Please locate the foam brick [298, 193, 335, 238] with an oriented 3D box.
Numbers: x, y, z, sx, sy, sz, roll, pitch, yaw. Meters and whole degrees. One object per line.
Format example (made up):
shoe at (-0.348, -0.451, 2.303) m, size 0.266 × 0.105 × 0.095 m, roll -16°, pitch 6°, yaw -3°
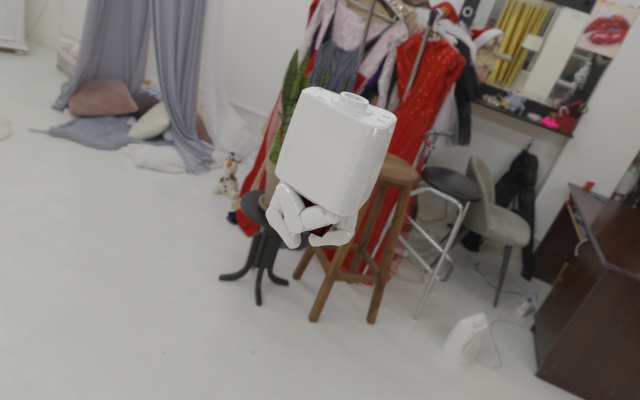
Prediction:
foam brick at (0.000, 0.002, 0.601) m, size 0.053 × 0.051 × 0.078 m, roll 25°, pitch 25°, yaw 11°
